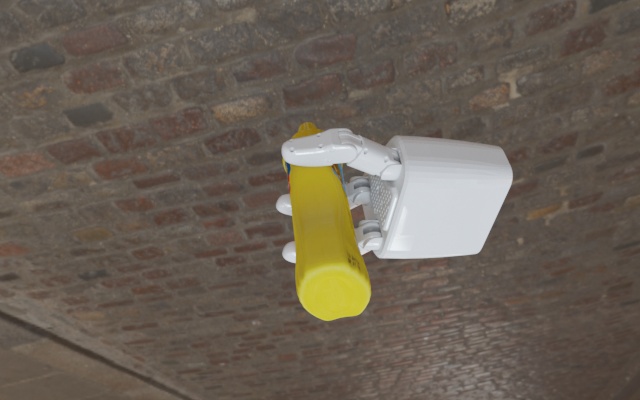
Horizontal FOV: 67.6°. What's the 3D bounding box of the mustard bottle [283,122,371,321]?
[{"bbox_3d":[0.000,0.002,0.429,0.058,0.191,0.096,-13,-37,5],"label":"mustard bottle"}]
